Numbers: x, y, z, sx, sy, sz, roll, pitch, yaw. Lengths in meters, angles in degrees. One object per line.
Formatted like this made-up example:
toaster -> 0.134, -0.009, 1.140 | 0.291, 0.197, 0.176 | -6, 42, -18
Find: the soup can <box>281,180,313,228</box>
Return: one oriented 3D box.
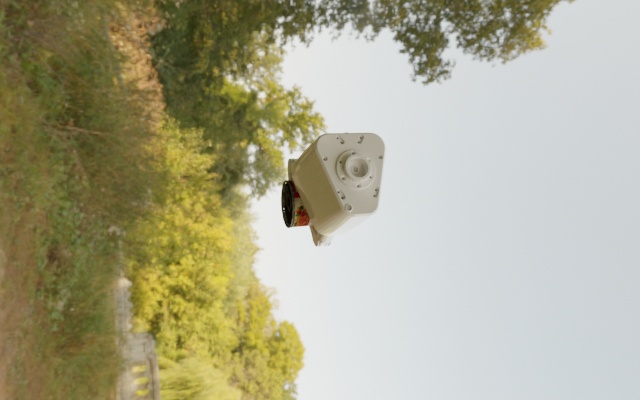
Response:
soup can -> 0.000, 0.002, 0.689 | 0.102, 0.068, 0.068 | -4, 1, -18
